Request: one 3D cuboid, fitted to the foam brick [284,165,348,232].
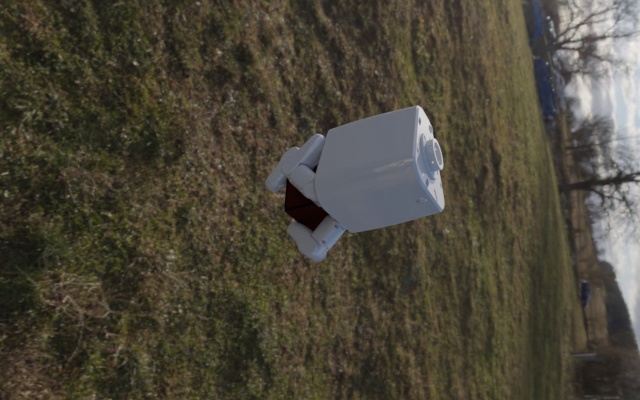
[{"bbox_3d":[0.000,0.002,0.565,0.051,0.053,0.078,-14,-33,26],"label":"foam brick"}]
